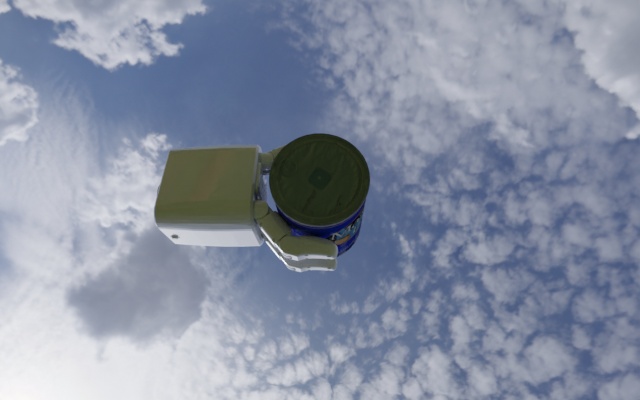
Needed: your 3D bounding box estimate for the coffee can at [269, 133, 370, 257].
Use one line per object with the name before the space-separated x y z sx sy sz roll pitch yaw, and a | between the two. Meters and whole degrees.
coffee can | 0.000 0.002 0.547 0.103 0.102 0.140 0 -21 1
